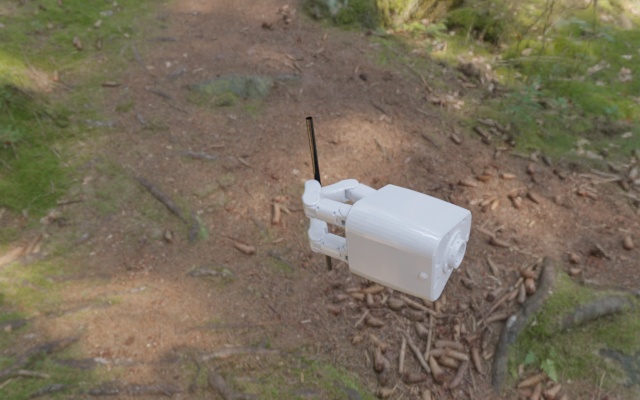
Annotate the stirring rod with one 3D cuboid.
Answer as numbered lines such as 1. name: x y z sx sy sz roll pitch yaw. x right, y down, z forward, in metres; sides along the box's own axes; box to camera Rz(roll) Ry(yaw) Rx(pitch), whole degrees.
1. stirring rod: 0.000 0.002 0.617 0.011 0.240 0.011 -5 36 4
